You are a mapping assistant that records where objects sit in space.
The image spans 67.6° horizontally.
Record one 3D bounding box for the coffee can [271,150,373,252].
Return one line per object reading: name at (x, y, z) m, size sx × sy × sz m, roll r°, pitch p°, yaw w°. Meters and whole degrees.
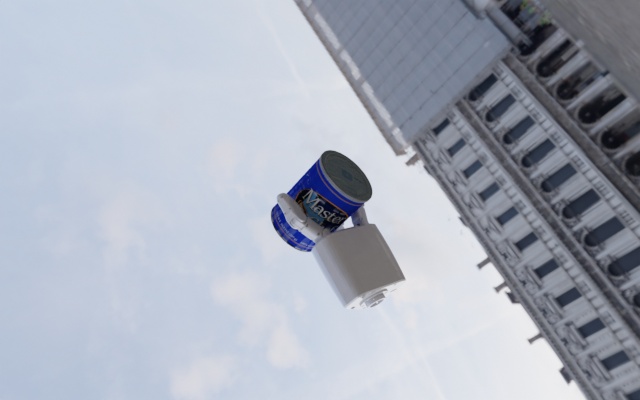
coffee can at (0.000, 0.002, 0.773) m, size 0.103 × 0.102 × 0.140 m, roll 0°, pitch -38°, yaw -50°
